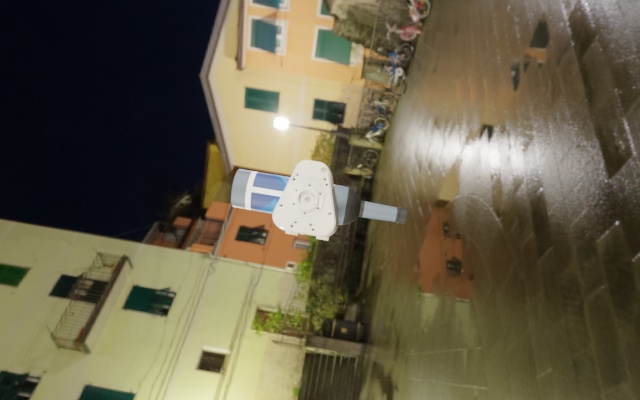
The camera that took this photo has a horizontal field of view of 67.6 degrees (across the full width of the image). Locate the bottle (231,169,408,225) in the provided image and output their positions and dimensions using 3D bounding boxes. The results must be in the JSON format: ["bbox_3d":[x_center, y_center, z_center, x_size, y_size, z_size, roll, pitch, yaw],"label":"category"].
[{"bbox_3d":[0.000,0.003,0.815,0.296,0.069,0.069,9,0,2],"label":"bottle"}]
